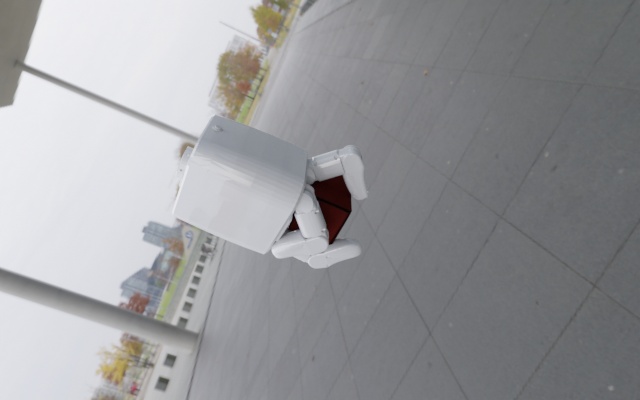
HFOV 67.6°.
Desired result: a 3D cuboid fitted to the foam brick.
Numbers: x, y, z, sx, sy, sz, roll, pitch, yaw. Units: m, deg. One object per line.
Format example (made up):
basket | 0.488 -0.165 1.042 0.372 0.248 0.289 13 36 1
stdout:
foam brick | 0.000 0.002 0.530 0.051 0.053 0.078 23 29 -11
